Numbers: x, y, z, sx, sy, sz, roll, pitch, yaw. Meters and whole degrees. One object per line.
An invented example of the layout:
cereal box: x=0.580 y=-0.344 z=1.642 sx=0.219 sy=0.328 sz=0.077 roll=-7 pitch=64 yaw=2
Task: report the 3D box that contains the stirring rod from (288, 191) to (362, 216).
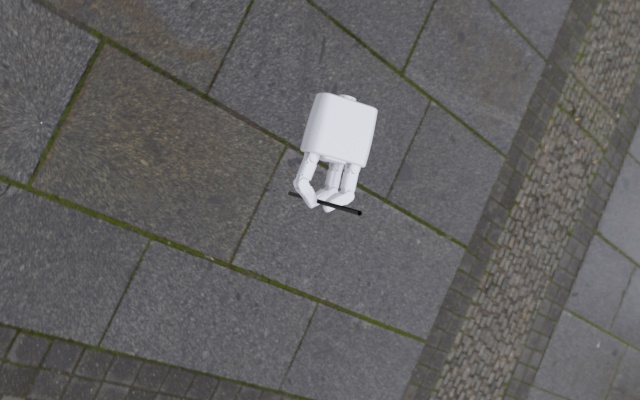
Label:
stirring rod: x=0.000 y=0.003 z=0.832 sx=0.011 sy=0.011 sz=0.239 roll=0 pitch=8 yaw=-30
